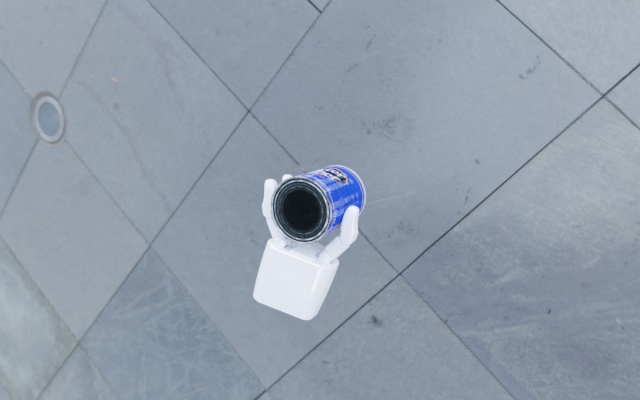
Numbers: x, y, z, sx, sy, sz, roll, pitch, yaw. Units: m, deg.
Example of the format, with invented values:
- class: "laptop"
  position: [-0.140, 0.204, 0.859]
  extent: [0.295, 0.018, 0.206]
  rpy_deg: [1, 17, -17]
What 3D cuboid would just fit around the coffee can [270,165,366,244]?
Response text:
- class: "coffee can"
  position: [0.000, 0.002, 0.760]
  extent: [0.103, 0.103, 0.140]
  rpy_deg: [0, 10, 26]
